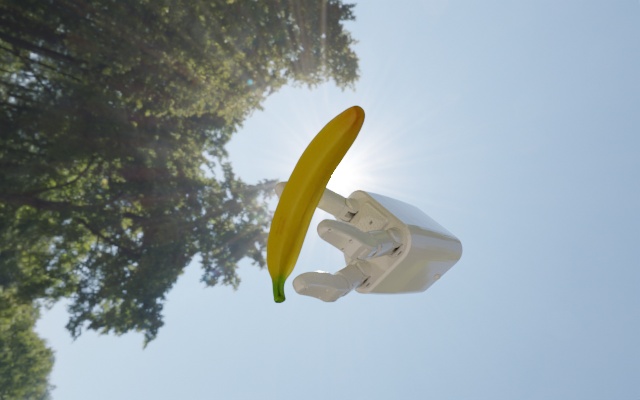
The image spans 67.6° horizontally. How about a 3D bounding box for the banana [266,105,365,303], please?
[{"bbox_3d":[-0.011,-0.002,0.464,0.037,0.198,0.069,14,12,-37],"label":"banana"}]
